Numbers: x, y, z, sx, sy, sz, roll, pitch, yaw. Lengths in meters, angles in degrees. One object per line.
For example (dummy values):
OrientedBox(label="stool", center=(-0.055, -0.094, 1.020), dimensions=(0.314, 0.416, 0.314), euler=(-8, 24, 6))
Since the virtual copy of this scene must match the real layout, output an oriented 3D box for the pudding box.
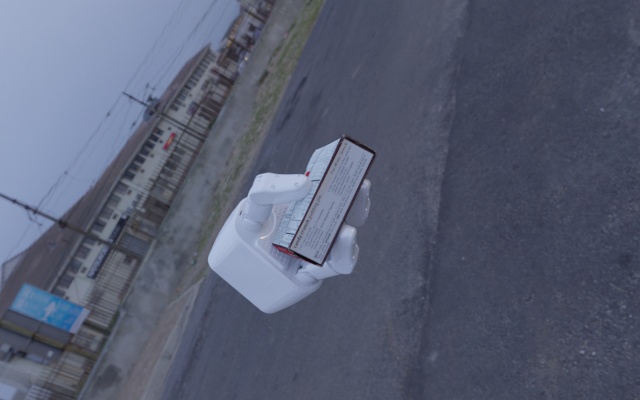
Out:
OrientedBox(label="pudding box", center=(0.000, 0.001, 0.440), dimensions=(0.039, 0.113, 0.090), euler=(26, -8, -13))
